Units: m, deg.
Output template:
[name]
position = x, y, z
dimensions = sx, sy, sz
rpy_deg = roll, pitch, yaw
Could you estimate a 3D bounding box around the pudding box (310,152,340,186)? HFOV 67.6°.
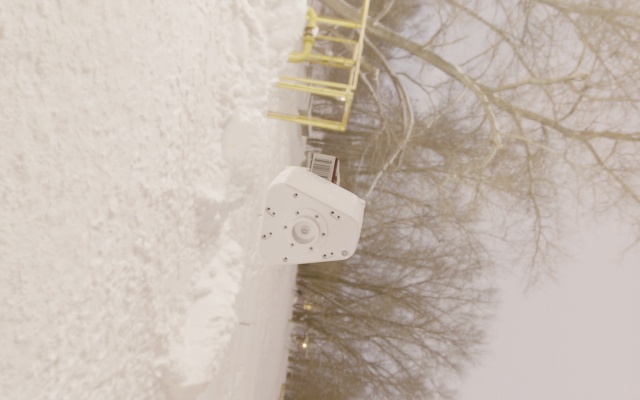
[pudding box]
position = 0.000, 0.002, 0.668
dimensions = 0.039, 0.113, 0.090
rpy_deg = 11, -16, 6
